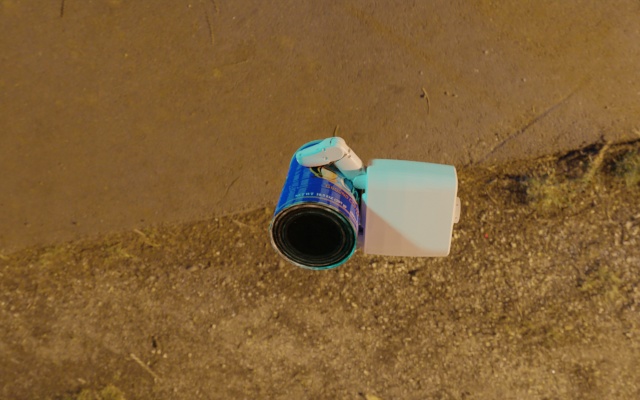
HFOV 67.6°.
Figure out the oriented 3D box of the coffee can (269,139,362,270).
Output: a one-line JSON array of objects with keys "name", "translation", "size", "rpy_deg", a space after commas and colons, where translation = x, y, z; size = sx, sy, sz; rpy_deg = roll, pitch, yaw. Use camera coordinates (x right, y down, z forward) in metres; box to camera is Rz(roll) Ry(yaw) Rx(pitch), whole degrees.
[{"name": "coffee can", "translation": [0.000, 0.002, 0.599], "size": [0.103, 0.103, 0.140], "rpy_deg": [0, 36, 9]}]
